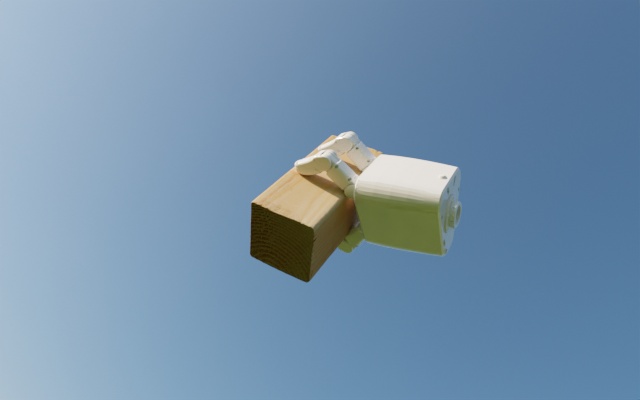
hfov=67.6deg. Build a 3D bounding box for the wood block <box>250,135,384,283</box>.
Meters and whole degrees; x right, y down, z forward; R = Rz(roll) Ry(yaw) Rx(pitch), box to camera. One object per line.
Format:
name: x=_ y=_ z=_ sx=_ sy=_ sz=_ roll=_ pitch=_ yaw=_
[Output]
wood block: x=0.000 y=0.002 z=0.647 sx=0.090 sy=0.091 sz=0.206 roll=22 pitch=38 yaw=20
